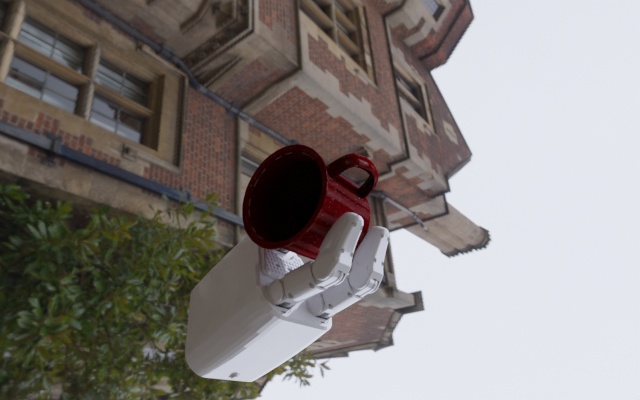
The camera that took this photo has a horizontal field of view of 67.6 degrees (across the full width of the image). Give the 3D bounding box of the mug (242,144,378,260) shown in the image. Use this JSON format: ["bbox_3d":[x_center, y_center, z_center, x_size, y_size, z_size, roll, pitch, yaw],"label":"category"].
[{"bbox_3d":[0.001,0.001,0.424,0.117,0.093,0.081,-39,-39,19],"label":"mug"}]
